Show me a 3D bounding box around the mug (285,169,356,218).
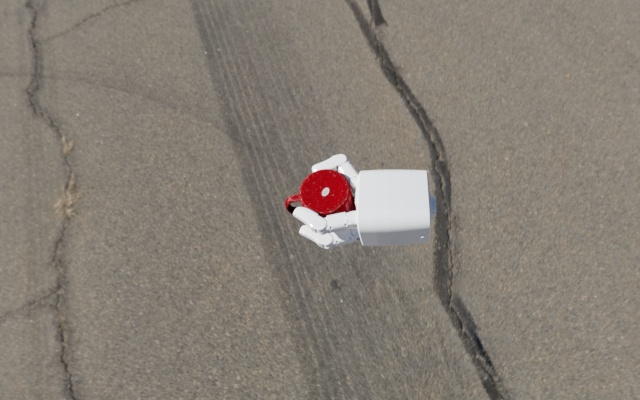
[{"bbox_3d":[-0.001,0.002,0.774,0.117,0.093,0.081,-3,-26,9],"label":"mug"}]
